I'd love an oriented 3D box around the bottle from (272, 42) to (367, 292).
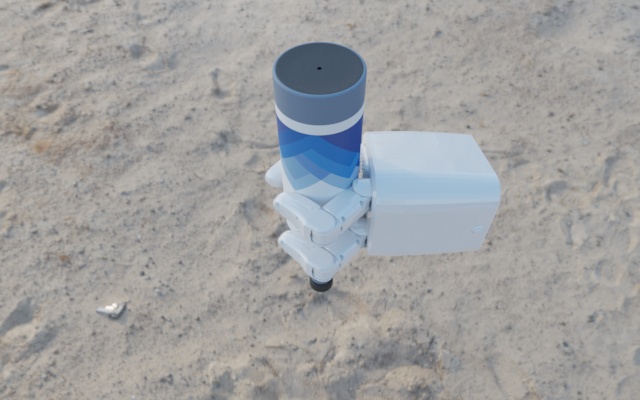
[{"bbox_3d":[0.000,0.001,0.446,0.069,0.069,0.296,0,-40,0],"label":"bottle"}]
